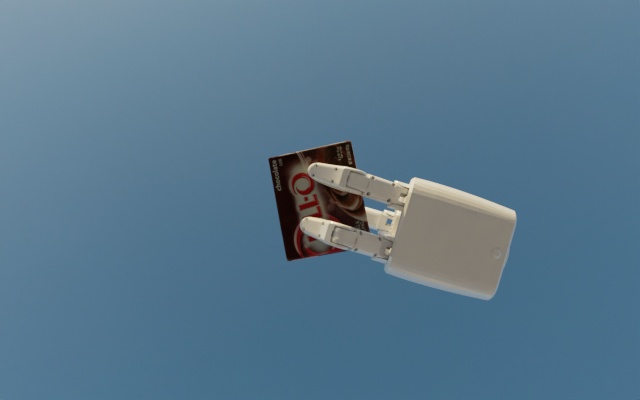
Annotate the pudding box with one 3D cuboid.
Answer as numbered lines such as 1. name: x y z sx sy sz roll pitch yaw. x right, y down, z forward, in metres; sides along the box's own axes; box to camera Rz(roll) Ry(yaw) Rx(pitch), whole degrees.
1. pudding box: 0.000 0.002 0.506 0.090 0.113 0.039 -11 -6 5
